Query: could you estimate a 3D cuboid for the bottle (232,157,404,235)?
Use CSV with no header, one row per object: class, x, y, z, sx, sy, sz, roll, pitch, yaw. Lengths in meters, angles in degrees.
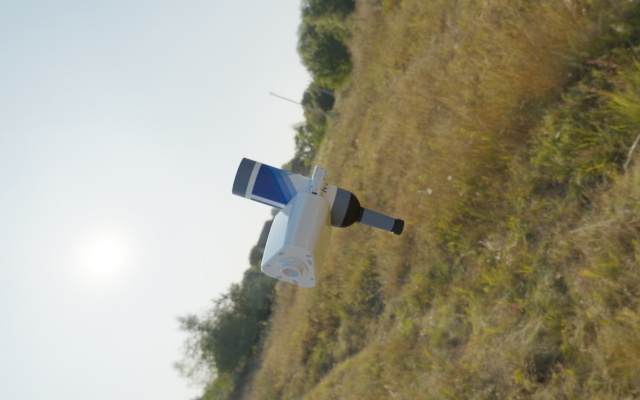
bottle,0.000,0.003,0.815,0.296,0.069,0.069,18,-1,-3
